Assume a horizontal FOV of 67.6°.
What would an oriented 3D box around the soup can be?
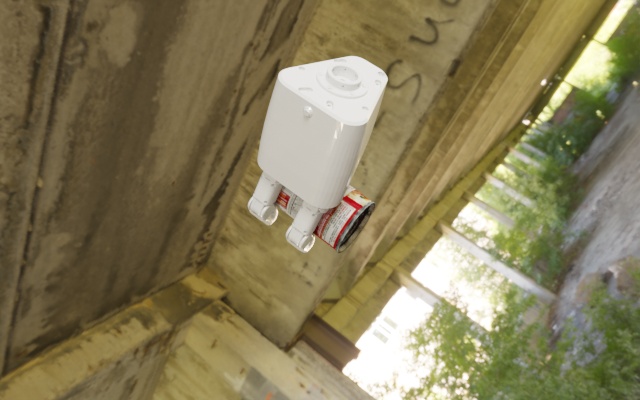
[{"bbox_3d":[0.000,0.002,0.533,0.102,0.068,0.068,36,11,15],"label":"soup can"}]
